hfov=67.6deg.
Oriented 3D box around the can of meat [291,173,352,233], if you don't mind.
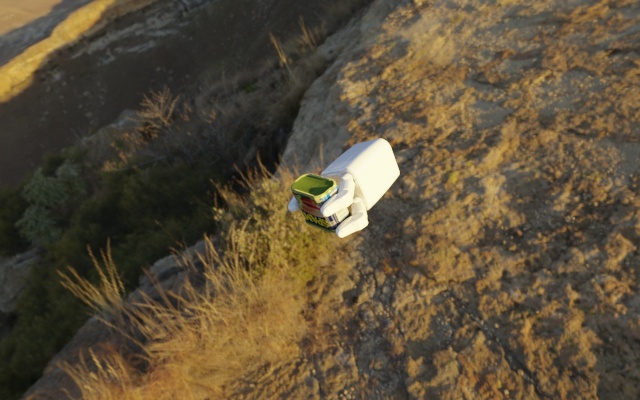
[{"bbox_3d":[0.000,0.003,0.872,0.057,0.084,0.102,-42,35,-24],"label":"can of meat"}]
